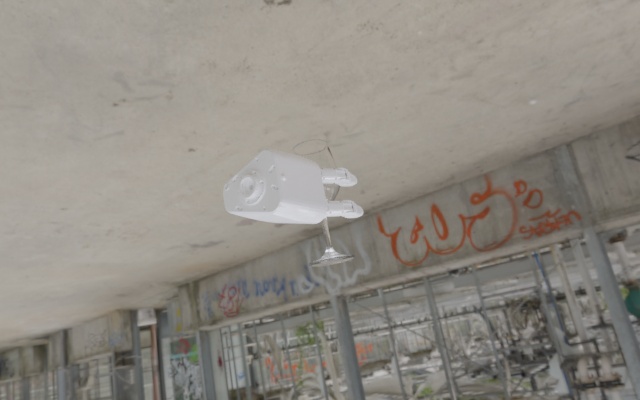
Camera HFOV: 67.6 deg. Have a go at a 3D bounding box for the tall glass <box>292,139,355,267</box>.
[{"bbox_3d":[0.000,0.003,0.788,0.079,0.201,0.079,-10,-16,-3],"label":"tall glass"}]
